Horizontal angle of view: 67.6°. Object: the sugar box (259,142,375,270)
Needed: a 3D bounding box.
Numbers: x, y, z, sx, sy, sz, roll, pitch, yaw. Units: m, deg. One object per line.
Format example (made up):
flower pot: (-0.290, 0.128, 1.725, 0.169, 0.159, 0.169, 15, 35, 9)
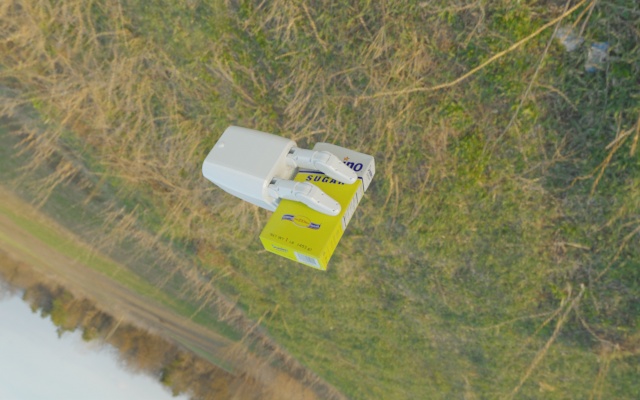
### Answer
sugar box: (0.000, 0.002, 0.662, 0.093, 0.176, 0.048, 18, -27, 20)
